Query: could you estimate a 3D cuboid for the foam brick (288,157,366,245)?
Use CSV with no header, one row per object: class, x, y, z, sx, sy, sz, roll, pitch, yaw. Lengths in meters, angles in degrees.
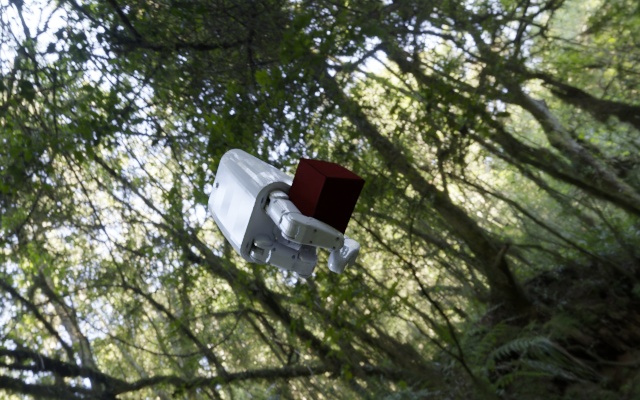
foam brick,0.000,0.001,0.494,0.053,0.078,0.051,6,23,-38
